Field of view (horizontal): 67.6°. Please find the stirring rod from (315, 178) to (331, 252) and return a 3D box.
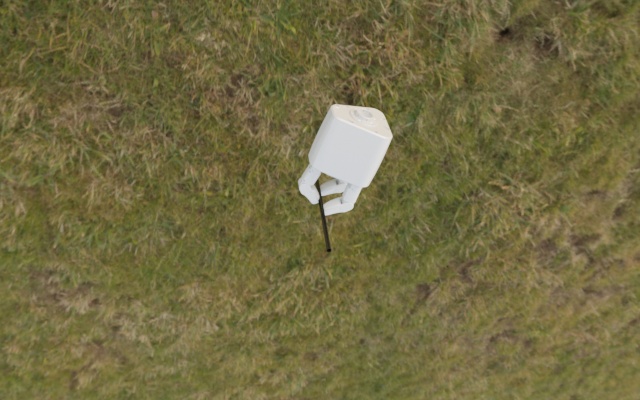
[{"bbox_3d":[0.000,0.003,0.878,0.011,0.011,0.239,0,42,-9],"label":"stirring rod"}]
